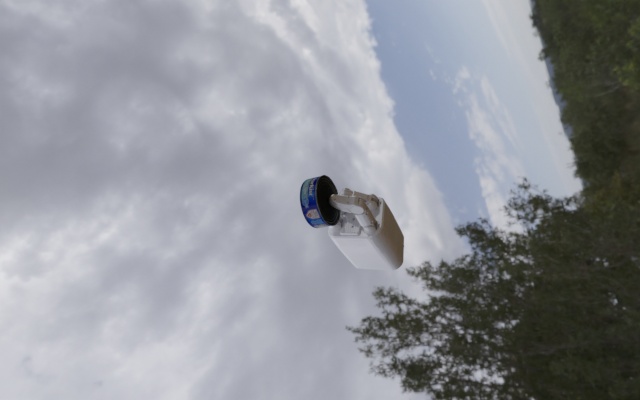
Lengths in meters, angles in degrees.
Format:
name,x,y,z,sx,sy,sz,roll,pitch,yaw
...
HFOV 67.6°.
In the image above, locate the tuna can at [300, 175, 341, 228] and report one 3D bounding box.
name,x,y,z,sx,sy,sz,roll,pitch,yaw
tuna can,0.000,0.003,0.795,0.034,0.086,0.086,-12,-5,26
